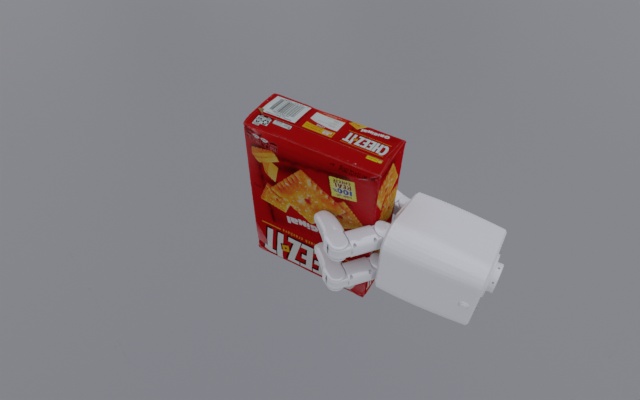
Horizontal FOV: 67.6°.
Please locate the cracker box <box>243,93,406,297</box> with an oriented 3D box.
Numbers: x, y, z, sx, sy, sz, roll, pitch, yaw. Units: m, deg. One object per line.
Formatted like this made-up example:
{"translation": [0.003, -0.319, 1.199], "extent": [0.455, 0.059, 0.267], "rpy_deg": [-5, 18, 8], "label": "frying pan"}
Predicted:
{"translation": [0.000, 0.002, 0.560], "extent": [0.164, 0.214, 0.072], "rpy_deg": [24, 50, 20], "label": "cracker box"}
